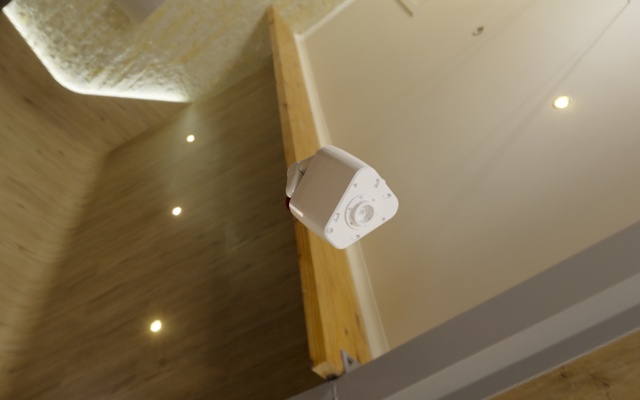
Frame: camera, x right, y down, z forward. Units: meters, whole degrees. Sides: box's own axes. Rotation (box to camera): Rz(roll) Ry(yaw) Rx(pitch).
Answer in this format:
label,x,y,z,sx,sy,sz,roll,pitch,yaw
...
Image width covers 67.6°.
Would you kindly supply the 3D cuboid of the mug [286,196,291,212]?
label,x,y,z,sx,sy,sz,roll,pitch,yaw
mug,0.000,0.002,0.771,0.081,0.093,0.117,47,-6,-32
